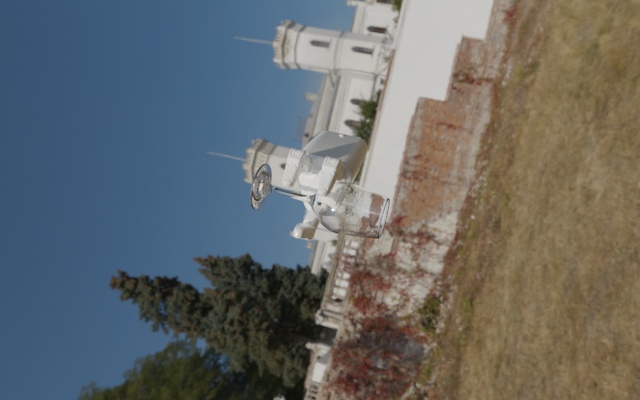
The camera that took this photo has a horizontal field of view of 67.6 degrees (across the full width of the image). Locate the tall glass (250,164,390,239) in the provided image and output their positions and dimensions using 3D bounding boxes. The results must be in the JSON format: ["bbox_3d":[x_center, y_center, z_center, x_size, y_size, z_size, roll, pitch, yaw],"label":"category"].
[{"bbox_3d":[-0.001,0.002,0.722,0.201,0.079,0.079,15,4,15],"label":"tall glass"}]
